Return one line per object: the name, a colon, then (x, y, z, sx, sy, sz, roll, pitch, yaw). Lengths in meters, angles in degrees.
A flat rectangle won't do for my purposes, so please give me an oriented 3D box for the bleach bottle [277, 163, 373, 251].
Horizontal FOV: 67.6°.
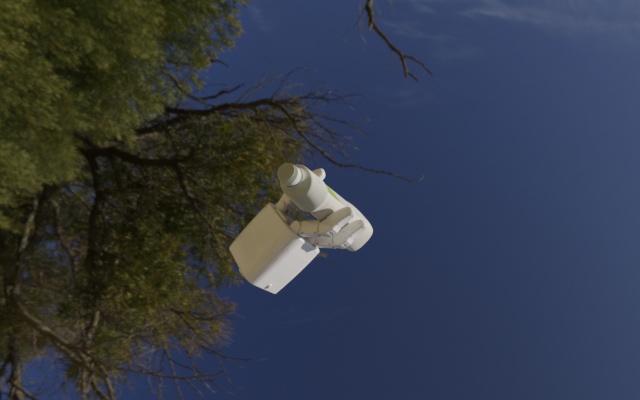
bleach bottle: (0.000, 0.003, 0.777, 0.102, 0.068, 0.251, 45, 2, 35)
